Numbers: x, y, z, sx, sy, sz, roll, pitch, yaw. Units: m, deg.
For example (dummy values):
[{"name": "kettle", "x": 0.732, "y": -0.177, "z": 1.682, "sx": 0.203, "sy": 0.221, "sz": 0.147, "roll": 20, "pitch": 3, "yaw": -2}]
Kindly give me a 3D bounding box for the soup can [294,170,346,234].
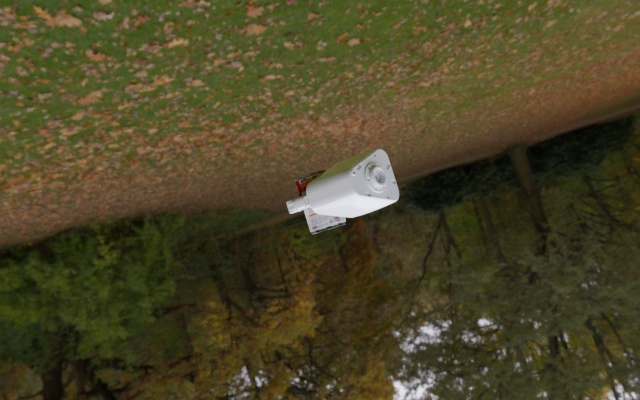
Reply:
[{"name": "soup can", "x": 0.000, "y": 0.003, "z": 0.858, "sx": 0.068, "sy": 0.102, "sz": 0.068, "roll": -17, "pitch": -3, "yaw": -1}]
